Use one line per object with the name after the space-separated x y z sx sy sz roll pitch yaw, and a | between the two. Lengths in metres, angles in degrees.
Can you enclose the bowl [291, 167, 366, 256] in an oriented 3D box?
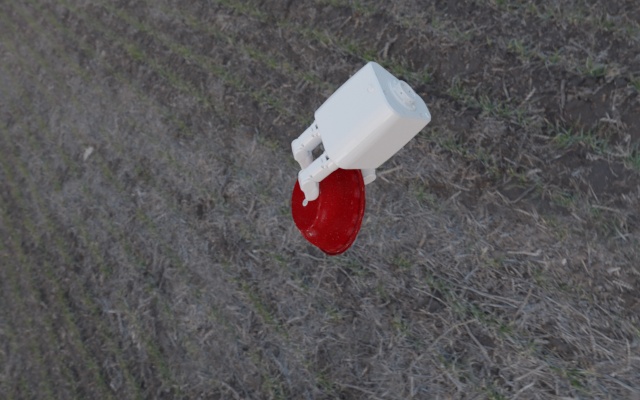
-0.001 0.003 0.726 0.055 0.162 0.162 5 -3 -30 | bowl
